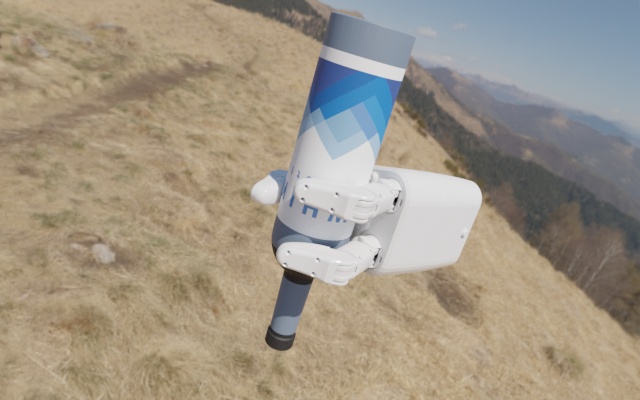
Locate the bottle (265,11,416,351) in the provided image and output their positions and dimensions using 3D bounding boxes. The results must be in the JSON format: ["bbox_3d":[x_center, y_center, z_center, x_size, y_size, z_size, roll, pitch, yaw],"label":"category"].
[{"bbox_3d":[0.000,0.001,0.405,0.069,0.296,0.069,15,19,-5],"label":"bottle"}]
